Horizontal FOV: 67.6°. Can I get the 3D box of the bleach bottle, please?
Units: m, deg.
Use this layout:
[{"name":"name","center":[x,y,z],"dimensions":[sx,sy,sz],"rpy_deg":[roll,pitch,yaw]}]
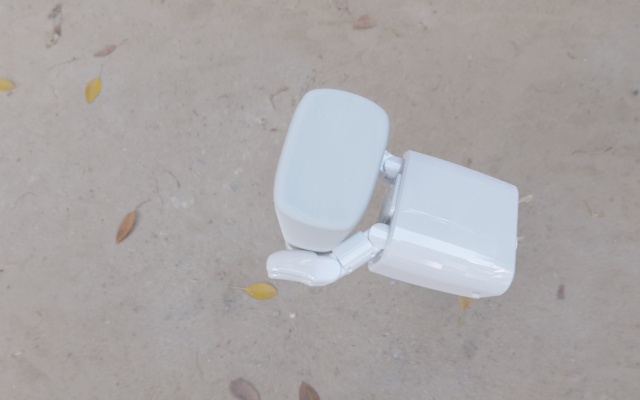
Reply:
[{"name":"bleach bottle","center":[0.000,0.001,0.435],"dimensions":[0.068,0.102,0.251],"rpy_deg":[17,-14,1]}]
